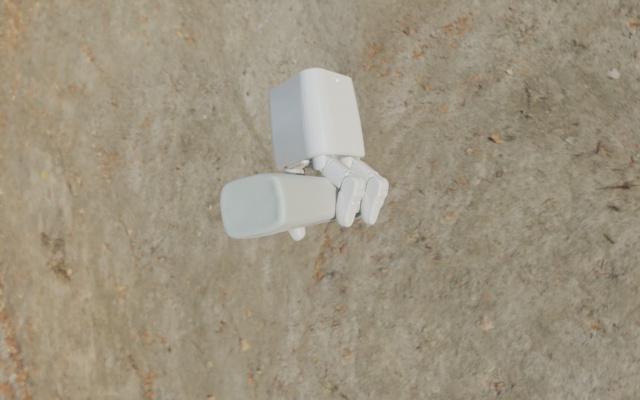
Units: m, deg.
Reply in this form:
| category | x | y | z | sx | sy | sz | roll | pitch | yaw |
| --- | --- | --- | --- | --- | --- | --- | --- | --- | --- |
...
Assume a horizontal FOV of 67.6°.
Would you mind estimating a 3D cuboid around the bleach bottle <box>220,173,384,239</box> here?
| category | x | y | z | sx | sy | sz | roll | pitch | yaw |
| --- | --- | --- | --- | --- | --- | --- | --- | --- | --- |
| bleach bottle | 0.000 | 0.002 | 0.612 | 0.102 | 0.068 | 0.251 | -11 | -5 | 37 |
